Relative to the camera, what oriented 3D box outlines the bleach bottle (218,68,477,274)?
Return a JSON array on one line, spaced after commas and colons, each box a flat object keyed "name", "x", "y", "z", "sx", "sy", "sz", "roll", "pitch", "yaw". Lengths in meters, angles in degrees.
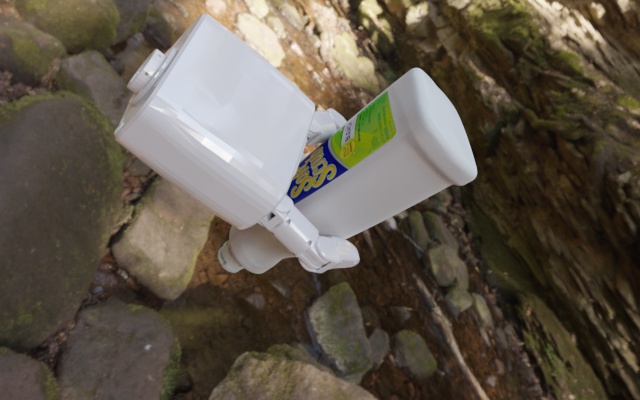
[{"name": "bleach bottle", "x": 0.000, "y": 0.001, "z": 0.403, "sx": 0.251, "sy": 0.102, "sz": 0.068, "roll": -35, "pitch": -58, "yaw": 29}]
